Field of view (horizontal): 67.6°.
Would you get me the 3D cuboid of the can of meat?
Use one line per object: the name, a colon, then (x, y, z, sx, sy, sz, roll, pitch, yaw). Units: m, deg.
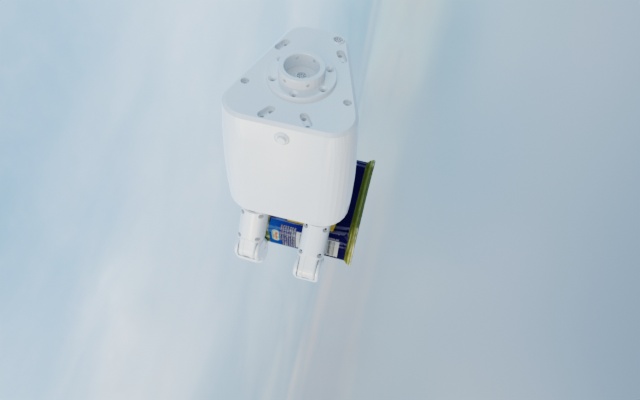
can of meat: (0.000, 0.001, 0.455, 0.084, 0.102, 0.057, 13, -31, 5)
